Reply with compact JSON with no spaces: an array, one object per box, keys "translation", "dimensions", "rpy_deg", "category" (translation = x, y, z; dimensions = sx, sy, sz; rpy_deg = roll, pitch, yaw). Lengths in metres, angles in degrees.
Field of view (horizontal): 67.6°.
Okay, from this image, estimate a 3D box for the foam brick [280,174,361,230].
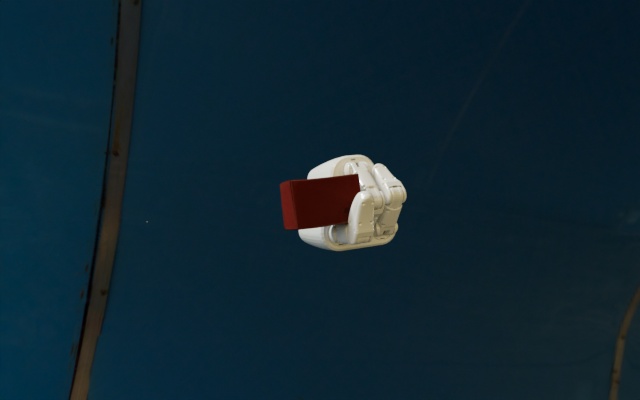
[{"translation":[0.000,0.002,0.517],"dimensions":[0.078,0.053,0.051],"rpy_deg":[-6,0,-20],"category":"foam brick"}]
